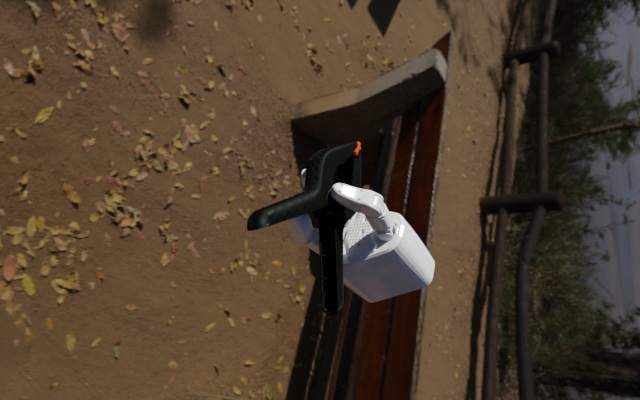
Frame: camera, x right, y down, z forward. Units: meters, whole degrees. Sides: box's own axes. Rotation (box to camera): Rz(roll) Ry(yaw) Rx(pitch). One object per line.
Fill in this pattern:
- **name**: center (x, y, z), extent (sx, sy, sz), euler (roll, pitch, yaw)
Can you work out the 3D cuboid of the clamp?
- **clamp**: center (0.001, 0.001, 0.546), extent (0.036, 0.210, 0.165), euler (-7, -39, 36)
